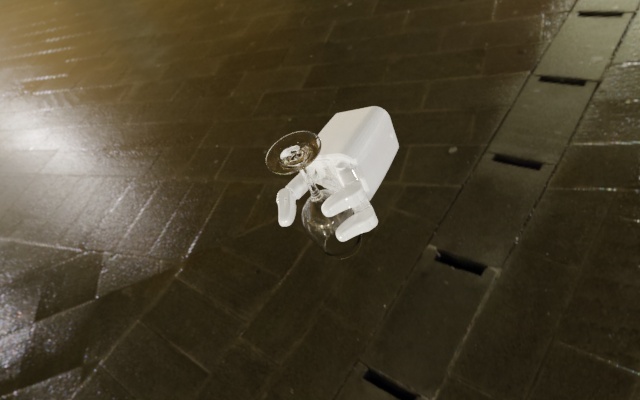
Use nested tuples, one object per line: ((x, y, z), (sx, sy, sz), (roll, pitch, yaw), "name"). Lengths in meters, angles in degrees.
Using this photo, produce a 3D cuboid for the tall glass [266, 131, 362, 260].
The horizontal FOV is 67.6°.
((0.000, 0.002, 0.659), (0.079, 0.079, 0.201), (0, -39, 26), "tall glass")
